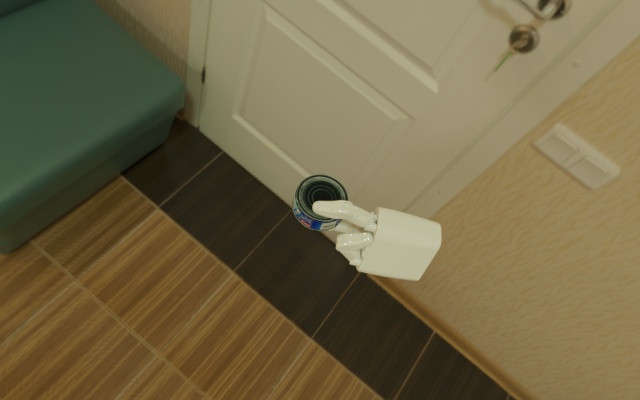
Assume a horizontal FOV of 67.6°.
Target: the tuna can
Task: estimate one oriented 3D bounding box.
[{"bbox_3d":[0.000,0.002,0.748,0.086,0.086,0.034,0,-28,-12],"label":"tuna can"}]
